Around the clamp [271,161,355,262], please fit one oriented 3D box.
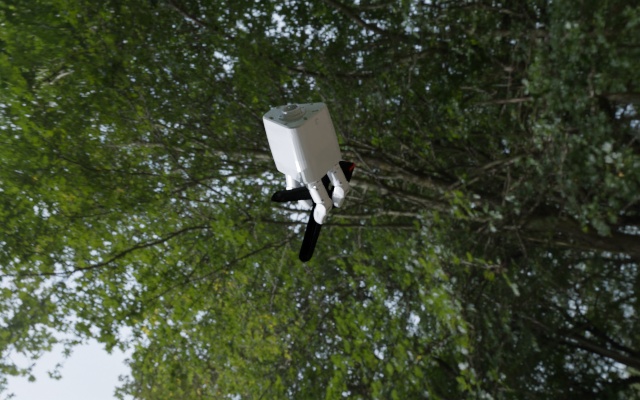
[{"bbox_3d":[0.000,0.002,0.893,0.036,0.165,0.210,15,44,36],"label":"clamp"}]
